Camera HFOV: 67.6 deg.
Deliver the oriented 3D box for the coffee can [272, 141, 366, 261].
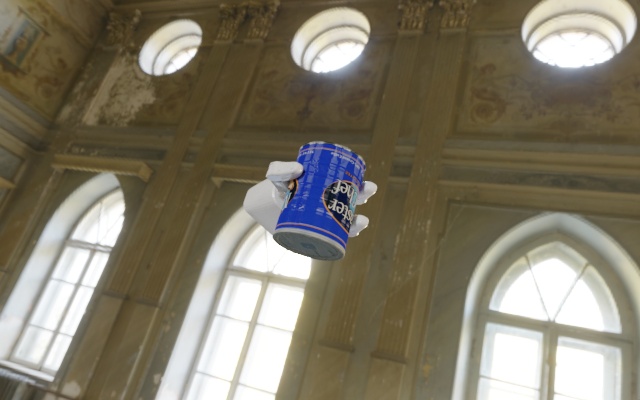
[{"bbox_3d":[0.000,0.002,0.678,0.103,0.140,0.103,13,-22,6],"label":"coffee can"}]
